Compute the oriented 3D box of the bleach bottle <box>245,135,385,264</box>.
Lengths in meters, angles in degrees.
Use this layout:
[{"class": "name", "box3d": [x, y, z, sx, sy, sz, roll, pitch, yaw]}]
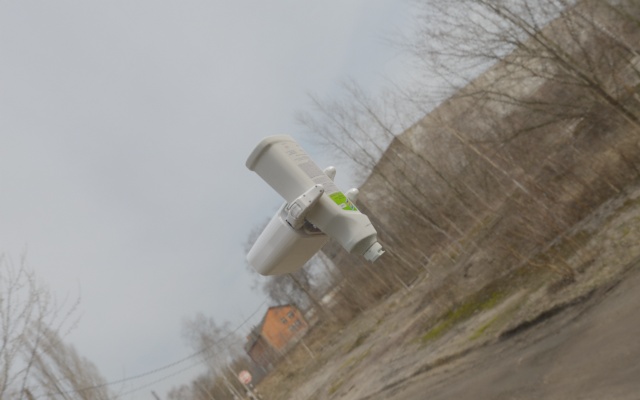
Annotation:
[{"class": "bleach bottle", "box3d": [0.000, 0.002, 0.755, 0.068, 0.251, 0.102, -50, -13, 26]}]
